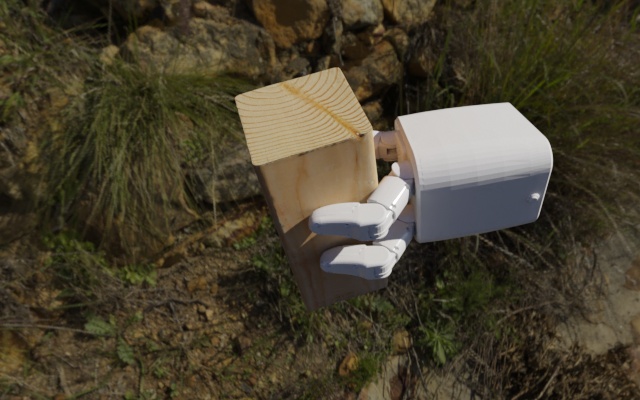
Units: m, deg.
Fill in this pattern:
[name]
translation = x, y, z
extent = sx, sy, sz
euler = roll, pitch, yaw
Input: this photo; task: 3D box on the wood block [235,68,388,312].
[wood block]
translation = 0.000, 0.001, 0.431
extent = 0.090, 0.090, 0.206
euler = -17, -42, -3
